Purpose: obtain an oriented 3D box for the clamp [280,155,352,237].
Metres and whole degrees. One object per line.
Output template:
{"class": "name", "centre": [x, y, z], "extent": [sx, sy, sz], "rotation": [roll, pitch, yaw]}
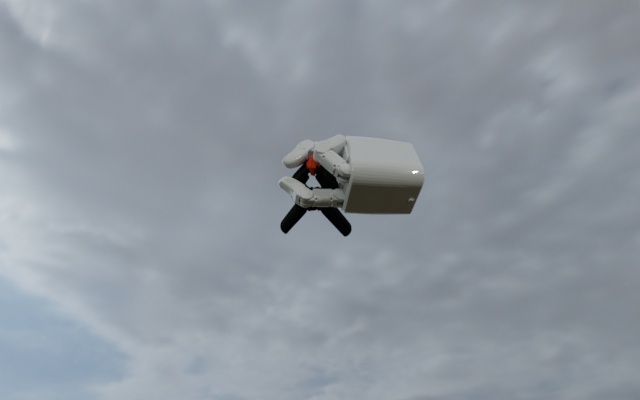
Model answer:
{"class": "clamp", "centre": [0.000, 0.002, 0.763], "extent": [0.120, 0.039, 0.172], "rotation": [4, -40, -6]}
